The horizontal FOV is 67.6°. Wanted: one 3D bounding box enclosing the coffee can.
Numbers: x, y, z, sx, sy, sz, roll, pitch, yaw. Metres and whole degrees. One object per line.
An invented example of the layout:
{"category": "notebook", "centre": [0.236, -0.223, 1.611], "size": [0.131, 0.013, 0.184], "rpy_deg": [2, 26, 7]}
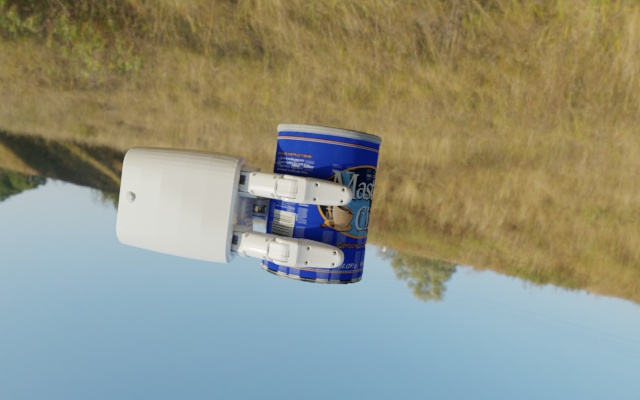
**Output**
{"category": "coffee can", "centre": [0.000, 0.001, 0.473], "size": [0.103, 0.140, 0.103], "rpy_deg": [8, 3, 0]}
